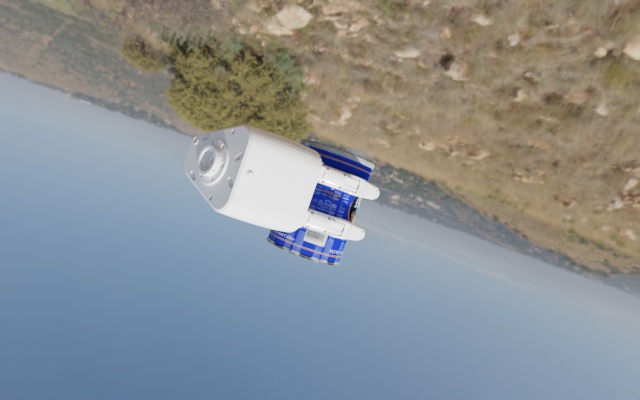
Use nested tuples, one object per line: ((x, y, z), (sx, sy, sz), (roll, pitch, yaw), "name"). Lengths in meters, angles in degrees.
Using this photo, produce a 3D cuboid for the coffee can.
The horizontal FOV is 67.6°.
((0.000, 0.002, 0.632), (0.103, 0.140, 0.103), (19, 1, 0), "coffee can")
